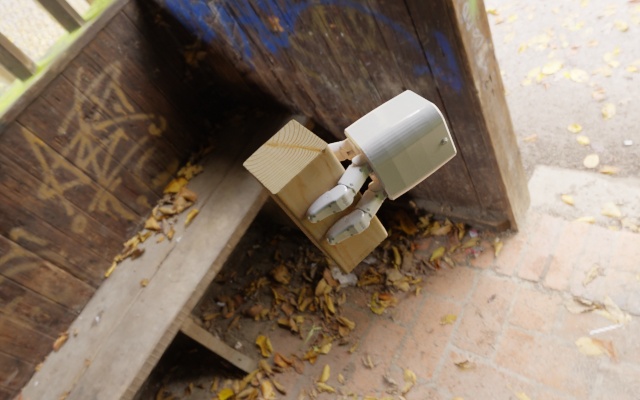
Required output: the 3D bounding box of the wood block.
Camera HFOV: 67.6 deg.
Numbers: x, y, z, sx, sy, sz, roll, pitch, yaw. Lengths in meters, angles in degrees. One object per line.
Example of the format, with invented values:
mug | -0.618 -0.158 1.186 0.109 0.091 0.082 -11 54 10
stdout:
wood block | 0.000 0.002 0.655 0.090 0.090 0.206 42 -7 45
